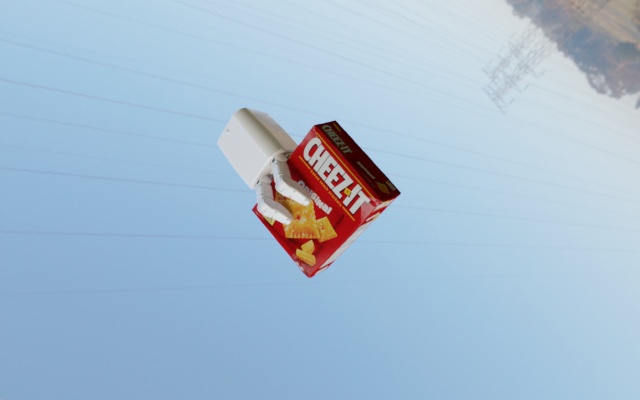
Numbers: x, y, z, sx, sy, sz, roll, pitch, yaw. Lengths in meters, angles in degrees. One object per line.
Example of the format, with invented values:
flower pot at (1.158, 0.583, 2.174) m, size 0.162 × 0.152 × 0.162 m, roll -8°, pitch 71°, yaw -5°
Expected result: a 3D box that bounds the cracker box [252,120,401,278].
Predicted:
cracker box at (0.000, 0.003, 0.789) m, size 0.072 × 0.164 × 0.214 m, roll -23°, pitch -22°, yaw -52°
